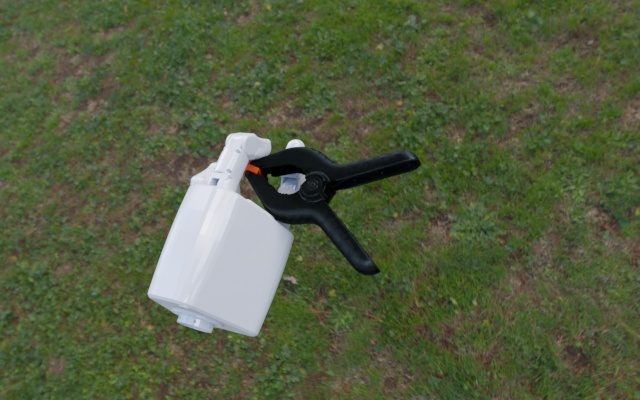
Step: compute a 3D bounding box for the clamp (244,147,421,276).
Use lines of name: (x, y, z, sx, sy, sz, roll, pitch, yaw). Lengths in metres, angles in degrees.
clamp: (0.000, 0.001, 0.452, 0.171, 0.120, 0.039, 7, -25, 23)
